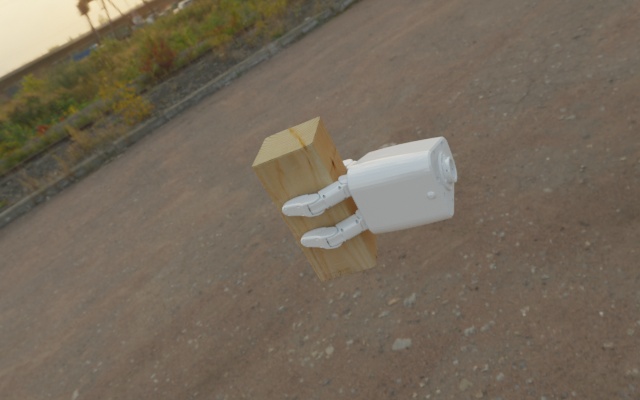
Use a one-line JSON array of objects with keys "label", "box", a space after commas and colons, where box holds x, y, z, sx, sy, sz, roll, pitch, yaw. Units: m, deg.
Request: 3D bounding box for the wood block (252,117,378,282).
[{"label": "wood block", "box": [0.000, 0.002, 0.673, 0.090, 0.206, 0.090, -19, 28, 18]}]
